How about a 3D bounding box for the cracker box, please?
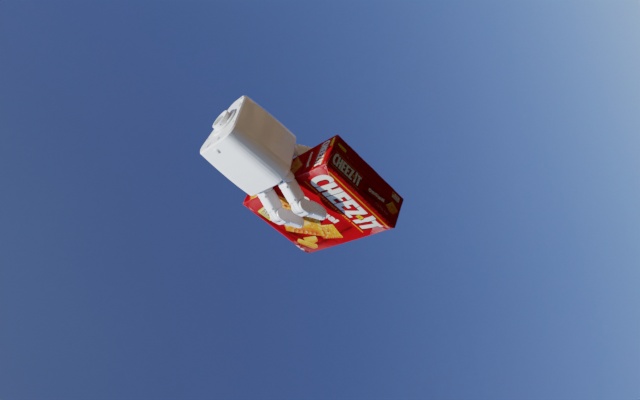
[{"bbox_3d":[0.000,0.003,0.793,0.164,0.072,0.214,41,-39,-26],"label":"cracker box"}]
